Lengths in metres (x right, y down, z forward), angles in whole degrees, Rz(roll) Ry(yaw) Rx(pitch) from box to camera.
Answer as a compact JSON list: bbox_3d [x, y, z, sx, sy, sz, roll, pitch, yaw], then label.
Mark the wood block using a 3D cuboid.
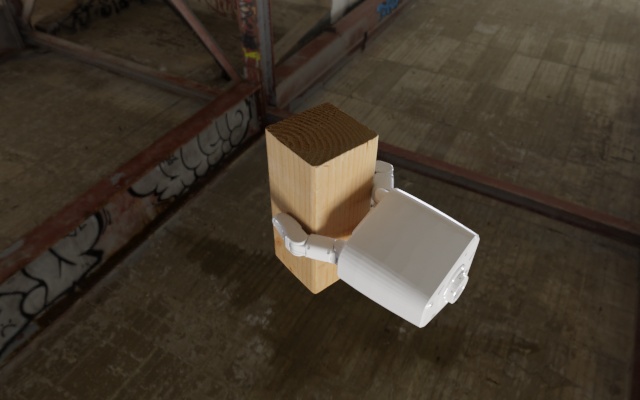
[{"bbox_3d":[0.000,0.002,0.574,0.091,0.206,0.090,-28,50,-28],"label":"wood block"}]
